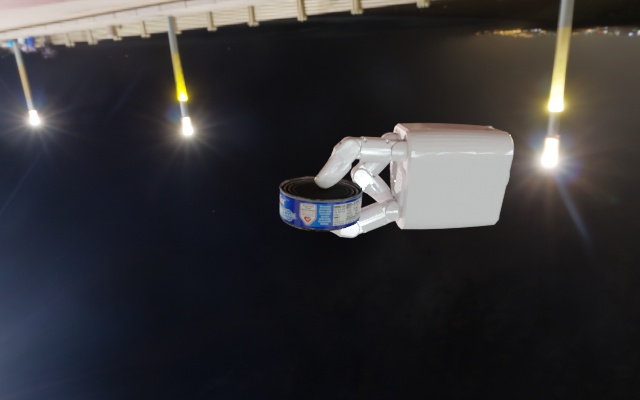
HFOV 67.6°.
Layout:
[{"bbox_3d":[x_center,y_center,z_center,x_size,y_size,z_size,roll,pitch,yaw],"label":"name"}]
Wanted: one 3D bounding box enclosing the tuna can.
[{"bbox_3d":[0.000,0.002,0.496,0.086,0.034,0.086,2,18,-1],"label":"tuna can"}]
